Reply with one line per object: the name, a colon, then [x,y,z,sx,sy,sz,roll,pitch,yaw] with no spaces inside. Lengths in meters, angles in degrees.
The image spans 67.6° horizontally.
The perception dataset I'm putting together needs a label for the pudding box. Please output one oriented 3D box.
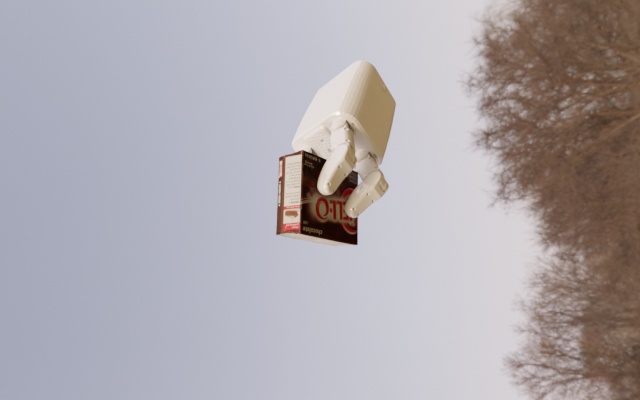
pudding box: [0.000,0.002,0.538,0.039,0.090,0.113,-9,-15,38]
